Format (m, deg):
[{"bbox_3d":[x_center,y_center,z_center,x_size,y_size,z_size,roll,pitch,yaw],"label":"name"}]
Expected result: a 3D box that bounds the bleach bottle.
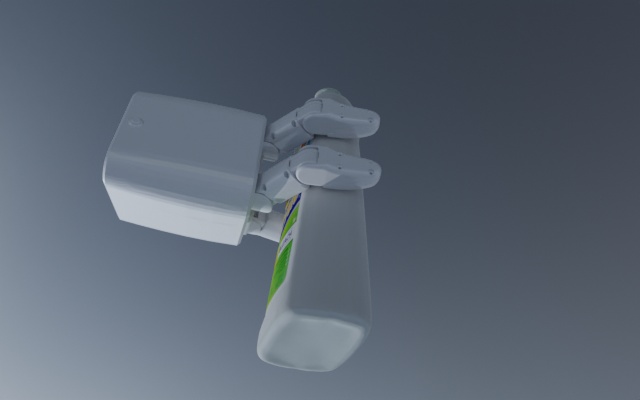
[{"bbox_3d":[0.000,0.001,0.400,0.068,0.250,0.103,13,-40,-12],"label":"bleach bottle"}]
